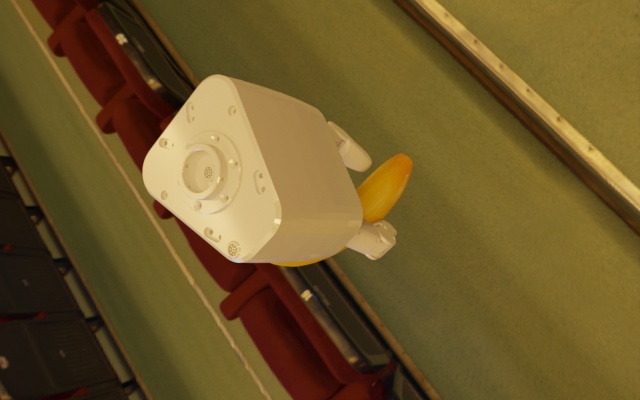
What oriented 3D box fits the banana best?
[{"bbox_3d":[0.002,0.020,0.451,0.198,0.069,0.037,-21,-14,28],"label":"banana"}]
